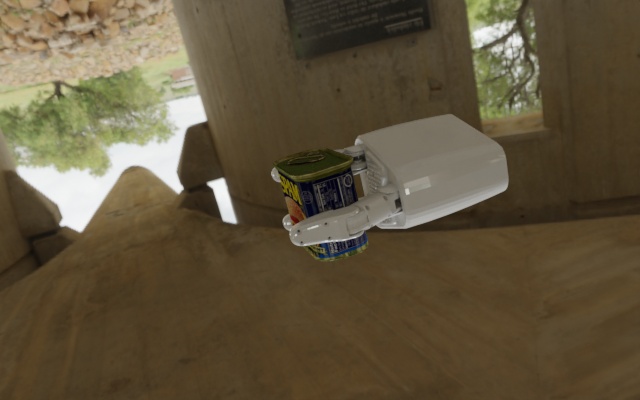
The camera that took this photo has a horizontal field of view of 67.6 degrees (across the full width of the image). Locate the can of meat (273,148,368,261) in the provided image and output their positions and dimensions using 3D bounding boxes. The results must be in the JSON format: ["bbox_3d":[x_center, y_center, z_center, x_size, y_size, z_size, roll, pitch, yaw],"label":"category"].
[{"bbox_3d":[0.000,0.002,0.449,0.057,0.084,0.102,-19,17,-14],"label":"can of meat"}]
